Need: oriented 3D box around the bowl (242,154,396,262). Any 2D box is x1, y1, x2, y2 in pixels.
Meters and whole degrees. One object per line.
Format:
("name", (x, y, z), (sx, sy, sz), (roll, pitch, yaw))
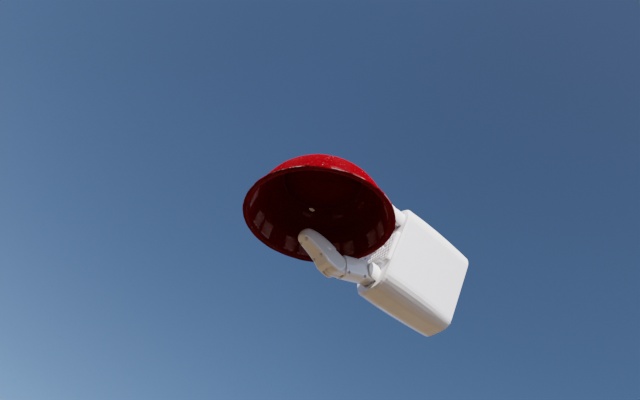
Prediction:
("bowl", (-0.001, 0.001, 0.518), (0.162, 0.055, 0.162), (4, -40, 3))
